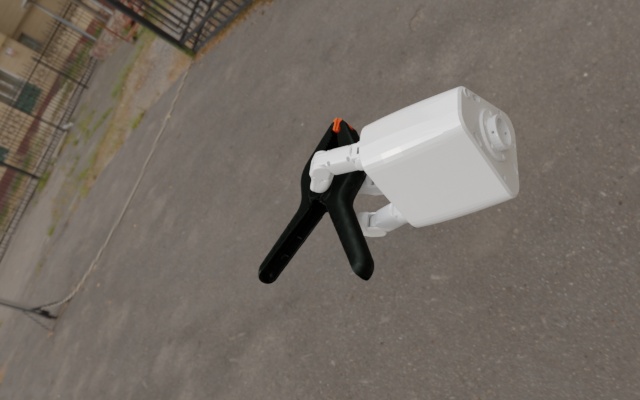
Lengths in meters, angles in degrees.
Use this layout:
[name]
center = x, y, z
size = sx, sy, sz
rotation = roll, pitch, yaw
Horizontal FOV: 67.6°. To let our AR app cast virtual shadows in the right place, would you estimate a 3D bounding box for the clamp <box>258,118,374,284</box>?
[clamp]
center = 0.000, 0.001, 0.549
size = 0.164, 0.209, 0.036
rotation = -18, -38, 39
